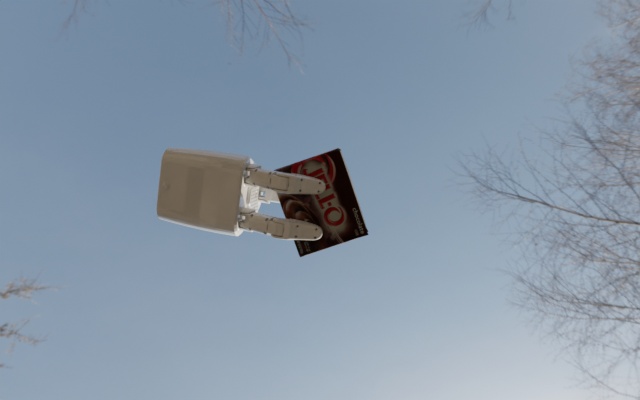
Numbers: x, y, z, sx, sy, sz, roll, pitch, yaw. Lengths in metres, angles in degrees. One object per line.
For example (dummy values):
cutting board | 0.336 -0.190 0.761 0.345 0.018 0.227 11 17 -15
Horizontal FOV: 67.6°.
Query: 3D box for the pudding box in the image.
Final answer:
pudding box | 0.000 0.002 0.589 0.090 0.113 0.039 -19 5 9
